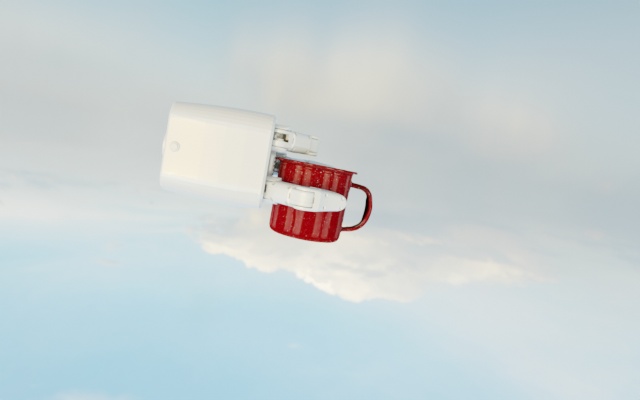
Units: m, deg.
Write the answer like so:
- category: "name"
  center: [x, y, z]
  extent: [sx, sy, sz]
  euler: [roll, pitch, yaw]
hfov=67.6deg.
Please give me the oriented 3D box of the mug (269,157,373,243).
- category: "mug"
  center: [0.001, 0.002, 0.538]
  extent: [0.117, 0.081, 0.093]
  euler: [11, 4, -4]
